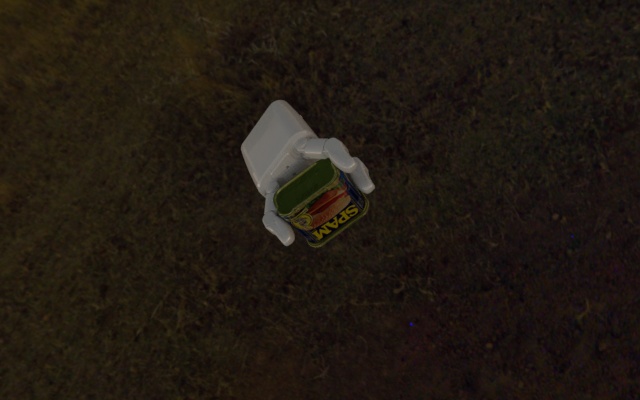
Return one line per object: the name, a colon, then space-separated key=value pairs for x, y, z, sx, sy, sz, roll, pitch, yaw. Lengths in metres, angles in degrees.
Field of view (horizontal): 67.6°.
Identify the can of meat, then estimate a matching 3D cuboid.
can of meat: x=0.000 y=0.002 z=0.633 sx=0.102 sy=0.057 sz=0.084 roll=-36 pitch=-46 yaw=8
